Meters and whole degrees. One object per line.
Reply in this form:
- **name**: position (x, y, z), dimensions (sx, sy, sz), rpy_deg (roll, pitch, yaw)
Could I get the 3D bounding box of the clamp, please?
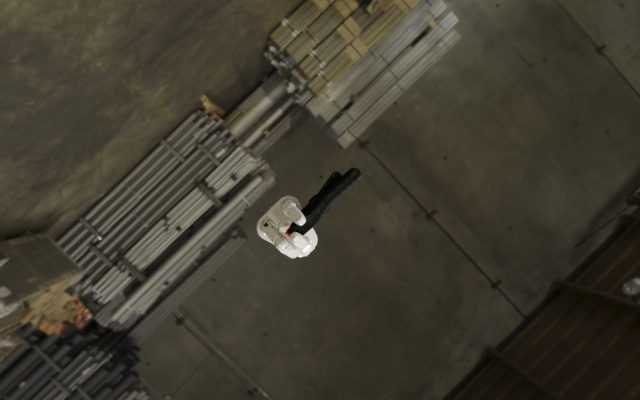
- **clamp**: position (0.000, 0.003, 0.880), dimensions (0.171, 0.039, 0.120), rpy_deg (-44, 5, -2)
